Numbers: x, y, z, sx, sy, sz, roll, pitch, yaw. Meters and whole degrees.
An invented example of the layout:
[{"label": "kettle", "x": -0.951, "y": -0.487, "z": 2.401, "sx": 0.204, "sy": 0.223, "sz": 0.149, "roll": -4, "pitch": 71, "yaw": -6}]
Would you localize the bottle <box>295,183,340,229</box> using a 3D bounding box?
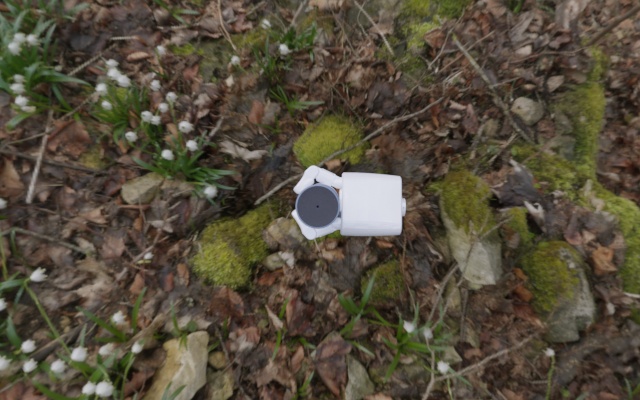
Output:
[{"label": "bottle", "x": 0.000, "y": 0.003, "z": 0.854, "sx": 0.069, "sy": 0.069, "sz": 0.295, "roll": 0, "pitch": 2, "yaw": 2}]
